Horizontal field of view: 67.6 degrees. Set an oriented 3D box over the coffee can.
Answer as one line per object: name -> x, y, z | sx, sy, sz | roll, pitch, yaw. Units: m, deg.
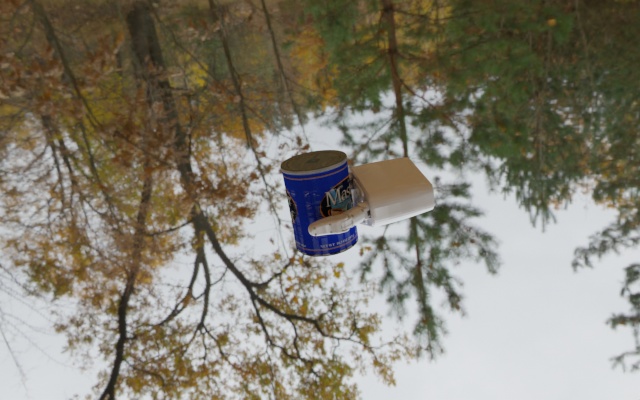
coffee can -> 0.000, 0.002, 0.748 | 0.103, 0.140, 0.102 | -8, 20, 3
